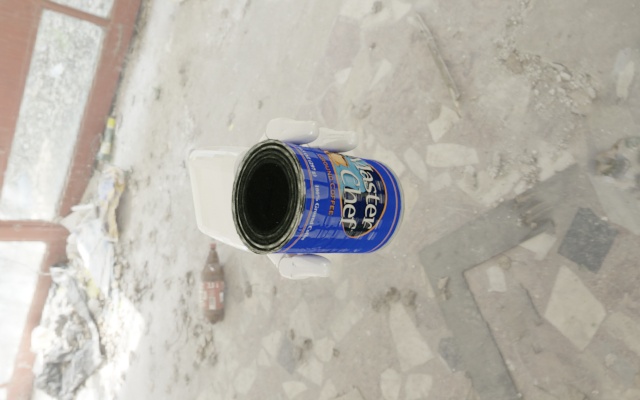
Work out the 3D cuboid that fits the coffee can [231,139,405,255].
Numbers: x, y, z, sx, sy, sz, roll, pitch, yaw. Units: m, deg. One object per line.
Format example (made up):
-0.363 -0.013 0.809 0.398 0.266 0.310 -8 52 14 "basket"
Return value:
0.000 0.002 0.467 0.140 0.103 0.103 6 -4 -44 "coffee can"
